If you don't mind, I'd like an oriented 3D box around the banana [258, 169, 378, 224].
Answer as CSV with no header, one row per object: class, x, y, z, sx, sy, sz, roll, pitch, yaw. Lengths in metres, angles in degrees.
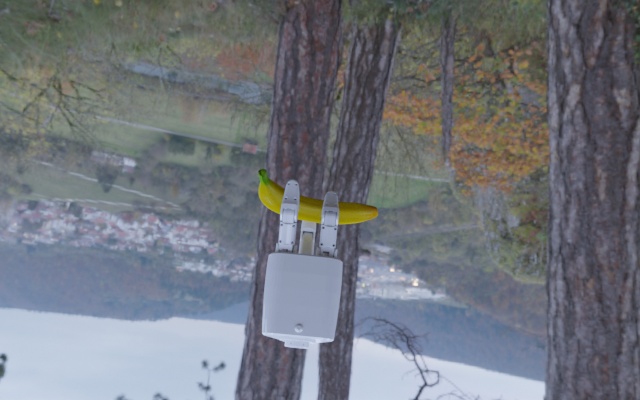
banana,-0.012,0.008,0.705,0.198,0.037,0.070,16,-27,-24
